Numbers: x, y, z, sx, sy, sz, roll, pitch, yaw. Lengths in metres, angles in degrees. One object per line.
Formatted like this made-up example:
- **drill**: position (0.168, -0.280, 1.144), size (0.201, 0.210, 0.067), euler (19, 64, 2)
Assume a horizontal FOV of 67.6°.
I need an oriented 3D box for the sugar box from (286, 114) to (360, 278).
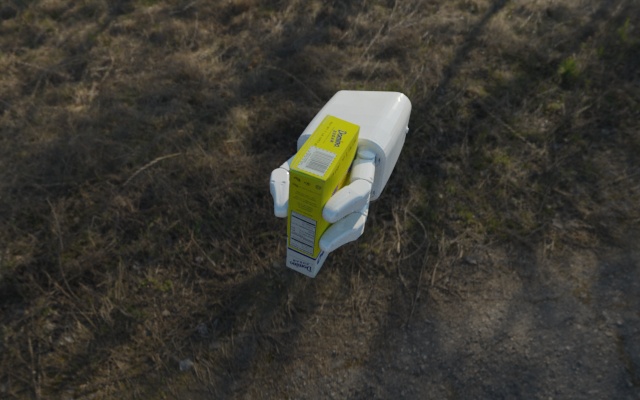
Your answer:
- **sugar box**: position (0.001, 0.002, 0.541), size (0.048, 0.093, 0.176), euler (21, -38, 16)
